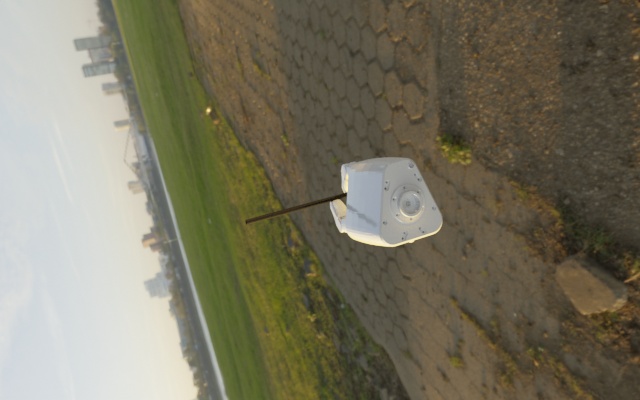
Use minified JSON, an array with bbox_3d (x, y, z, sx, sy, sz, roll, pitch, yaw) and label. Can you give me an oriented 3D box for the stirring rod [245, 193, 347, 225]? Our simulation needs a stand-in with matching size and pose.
[{"bbox_3d":[0.000,0.002,0.745,0.239,0.011,0.011,-15,5,-17],"label":"stirring rod"}]
